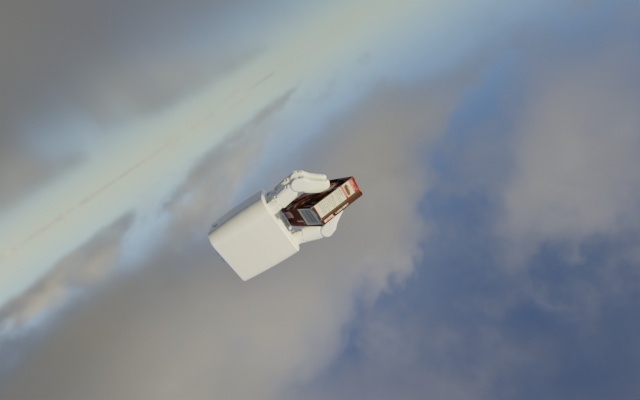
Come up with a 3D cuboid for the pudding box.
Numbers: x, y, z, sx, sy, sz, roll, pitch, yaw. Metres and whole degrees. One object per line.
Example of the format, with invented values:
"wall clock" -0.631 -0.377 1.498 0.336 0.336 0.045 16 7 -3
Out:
"pudding box" 0.000 0.003 0.761 0.090 0.039 0.113 -38 17 -25
